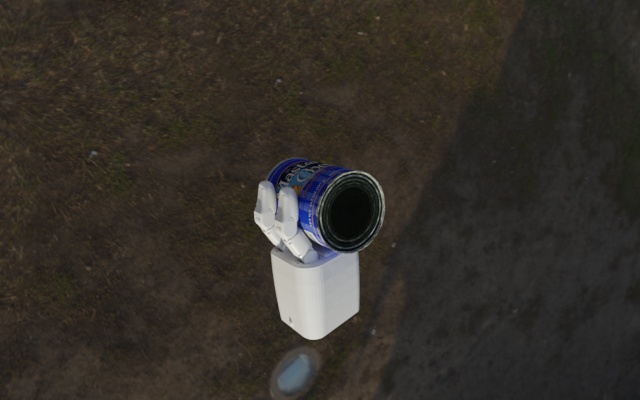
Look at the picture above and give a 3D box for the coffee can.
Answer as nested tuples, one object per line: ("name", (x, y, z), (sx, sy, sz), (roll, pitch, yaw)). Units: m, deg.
("coffee can", (0.000, 0.002, 0.624), (0.103, 0.103, 0.140), (0, 10, -34))
